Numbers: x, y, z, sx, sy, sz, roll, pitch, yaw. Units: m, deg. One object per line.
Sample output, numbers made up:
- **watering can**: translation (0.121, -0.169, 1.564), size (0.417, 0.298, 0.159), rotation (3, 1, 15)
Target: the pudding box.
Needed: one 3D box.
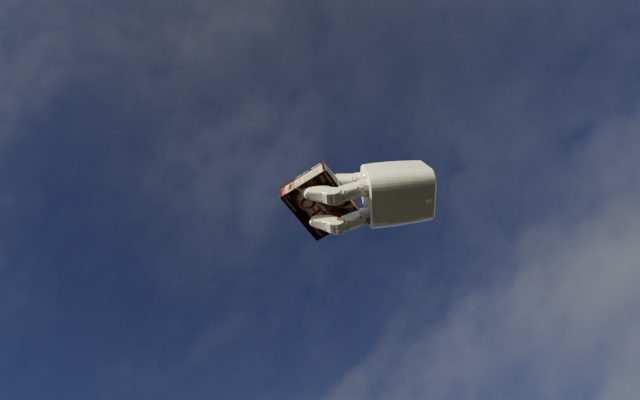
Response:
- **pudding box**: translation (0.000, 0.002, 0.790), size (0.090, 0.113, 0.039), rotation (-31, 28, 14)
